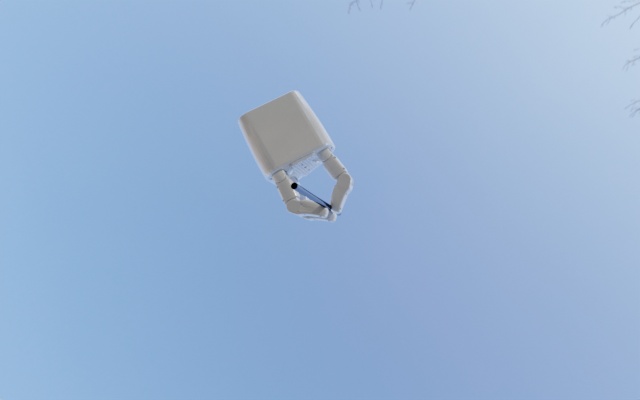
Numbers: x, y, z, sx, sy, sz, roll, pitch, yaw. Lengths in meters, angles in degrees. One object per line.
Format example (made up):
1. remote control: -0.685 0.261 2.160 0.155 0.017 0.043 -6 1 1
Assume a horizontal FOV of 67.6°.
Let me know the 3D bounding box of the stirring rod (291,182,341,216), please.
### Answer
1. stirring rod: 0.000 0.002 0.644 0.011 0.011 0.239 0 -9 14
